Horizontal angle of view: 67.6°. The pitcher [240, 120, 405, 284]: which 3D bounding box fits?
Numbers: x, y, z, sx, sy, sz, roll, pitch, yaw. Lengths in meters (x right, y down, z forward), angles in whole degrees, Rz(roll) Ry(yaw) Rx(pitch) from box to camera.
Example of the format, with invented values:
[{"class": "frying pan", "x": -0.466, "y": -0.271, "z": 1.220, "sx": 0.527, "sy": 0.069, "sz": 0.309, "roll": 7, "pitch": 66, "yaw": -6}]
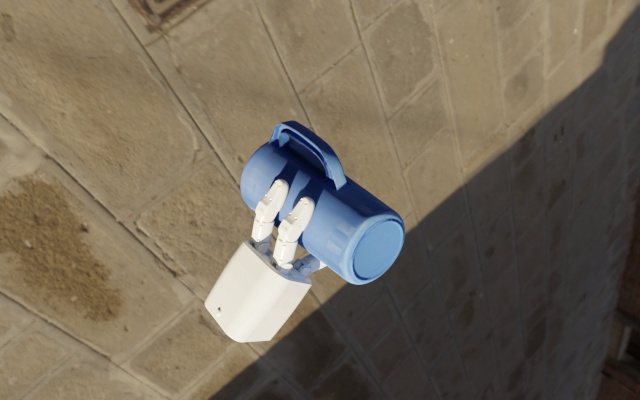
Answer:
[{"class": "pitcher", "x": 0.000, "y": 0.002, "z": 0.673, "sx": 0.242, "sy": 0.145, "sz": 0.149, "roll": 36, "pitch": -1, "yaw": 42}]
